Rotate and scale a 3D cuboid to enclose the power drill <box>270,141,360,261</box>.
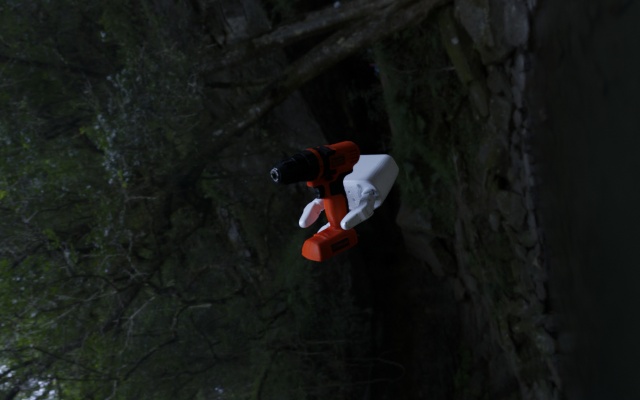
[{"bbox_3d":[0.000,0.003,0.805,0.184,0.188,0.057,-20,24,-39],"label":"power drill"}]
